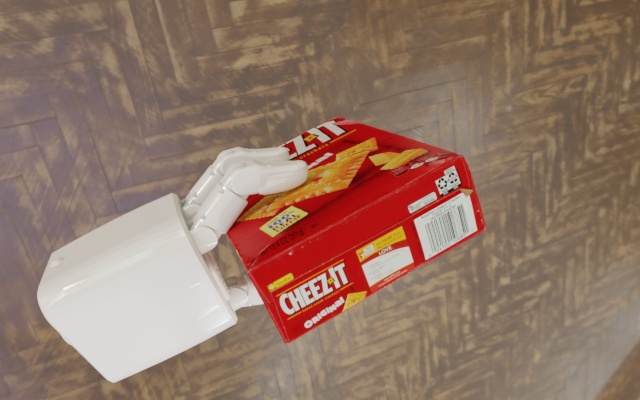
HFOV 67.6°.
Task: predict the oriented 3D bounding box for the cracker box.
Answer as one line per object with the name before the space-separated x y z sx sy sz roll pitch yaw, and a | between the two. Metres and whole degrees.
cracker box | 0.000 0.002 0.402 0.164 0.072 0.213 -28 24 -11
